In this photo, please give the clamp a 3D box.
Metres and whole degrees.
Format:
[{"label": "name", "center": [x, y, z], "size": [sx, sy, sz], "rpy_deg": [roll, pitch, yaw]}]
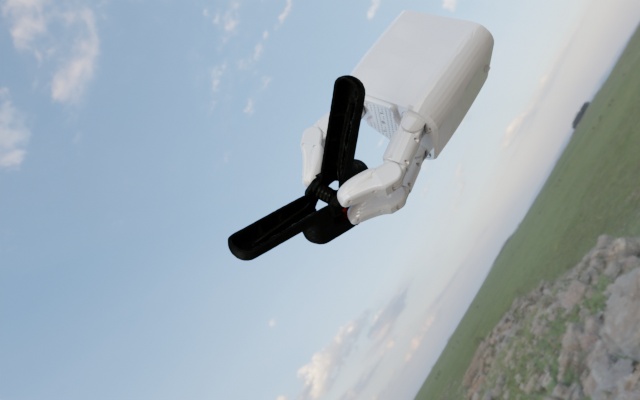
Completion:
[{"label": "clamp", "center": [0.000, 0.001, 0.444], "size": [0.036, 0.164, 0.210], "rpy_deg": [35, -8, 21]}]
